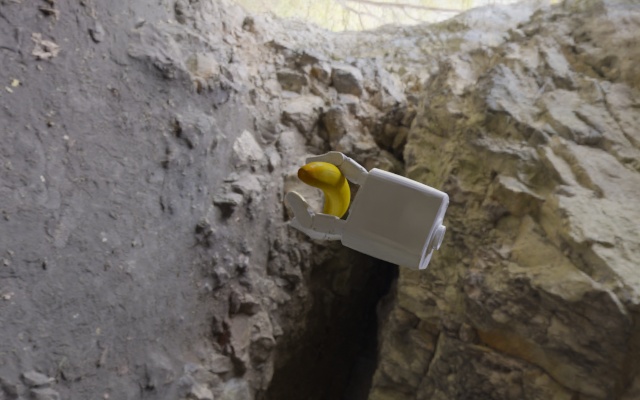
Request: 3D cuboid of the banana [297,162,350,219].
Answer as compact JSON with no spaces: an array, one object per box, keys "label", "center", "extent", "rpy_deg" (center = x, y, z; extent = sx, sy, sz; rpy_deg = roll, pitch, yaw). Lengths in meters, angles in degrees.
[{"label":"banana","center":[0.011,-0.010,0.678],"extent":[0.037,0.069,0.198],"rpy_deg":[31,-18,22]}]
